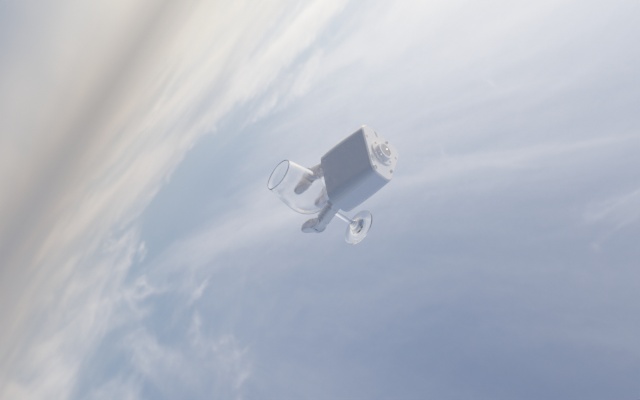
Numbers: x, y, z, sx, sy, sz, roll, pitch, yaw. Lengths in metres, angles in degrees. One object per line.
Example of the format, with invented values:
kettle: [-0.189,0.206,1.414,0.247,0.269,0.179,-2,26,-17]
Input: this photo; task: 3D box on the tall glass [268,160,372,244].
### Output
tall glass: [0.001,0.003,0.881,0.201,0.079,0.079,33,-16,-26]
